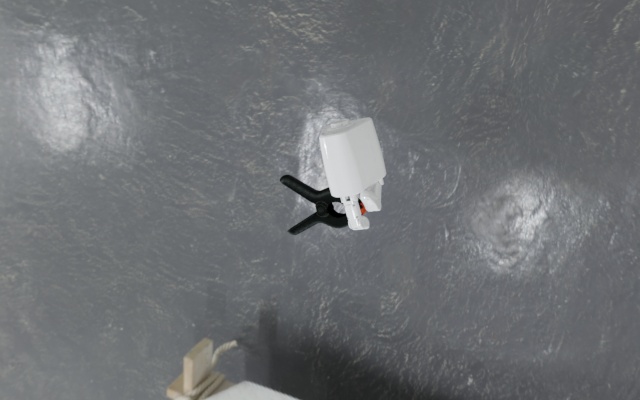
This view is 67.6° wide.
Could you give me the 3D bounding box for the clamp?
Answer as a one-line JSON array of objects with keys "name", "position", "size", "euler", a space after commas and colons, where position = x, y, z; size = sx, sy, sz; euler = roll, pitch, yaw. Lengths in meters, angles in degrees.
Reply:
[{"name": "clamp", "position": [0.000, 0.003, 0.879], "size": [0.171, 0.120, 0.039], "euler": [-7, 24, 25]}]
